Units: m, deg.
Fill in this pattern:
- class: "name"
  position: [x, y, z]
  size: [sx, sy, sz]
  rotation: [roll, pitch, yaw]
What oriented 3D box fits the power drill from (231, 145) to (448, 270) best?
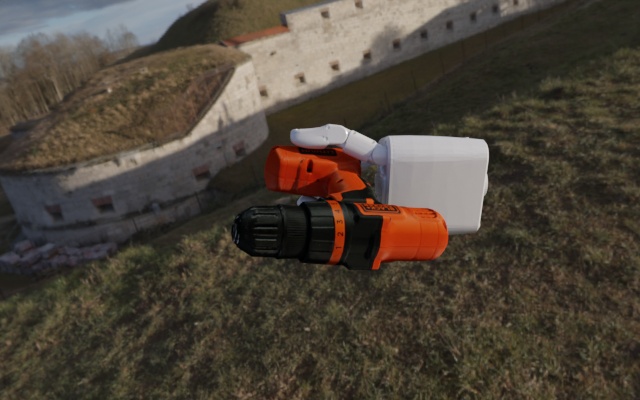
- class: "power drill"
  position: [0.000, 0.001, 0.452]
  size: [0.184, 0.057, 0.187]
  rotation: [4, 23, -20]
